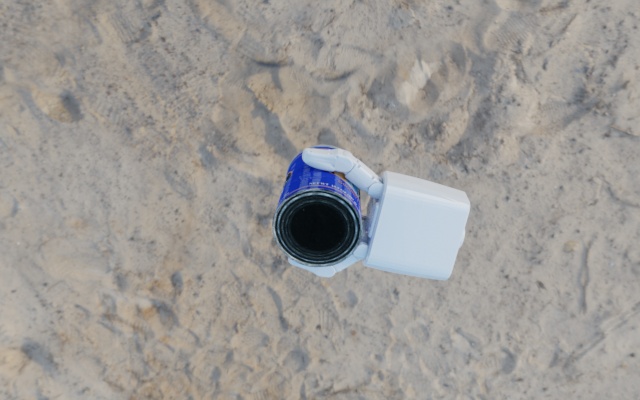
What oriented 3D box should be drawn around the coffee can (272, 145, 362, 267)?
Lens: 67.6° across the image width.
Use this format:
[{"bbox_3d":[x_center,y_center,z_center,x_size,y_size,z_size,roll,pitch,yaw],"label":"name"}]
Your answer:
[{"bbox_3d":[0.000,0.002,0.598,0.103,0.103,0.140,0,27,4],"label":"coffee can"}]
